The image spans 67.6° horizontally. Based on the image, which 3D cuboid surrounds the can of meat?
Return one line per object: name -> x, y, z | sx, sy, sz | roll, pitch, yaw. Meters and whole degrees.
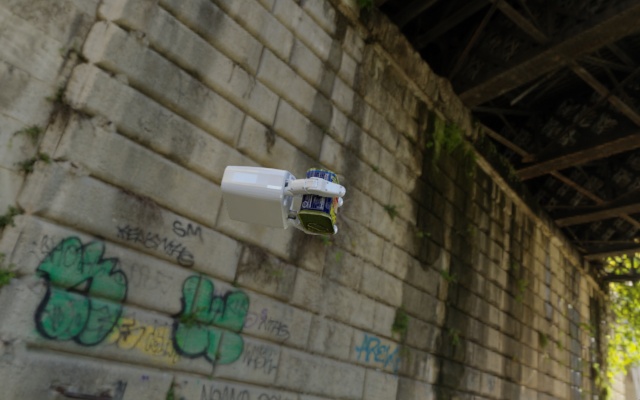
can of meat -> 0.000, 0.002, 0.820 | 0.057, 0.084, 0.102 | 6, -21, 10
